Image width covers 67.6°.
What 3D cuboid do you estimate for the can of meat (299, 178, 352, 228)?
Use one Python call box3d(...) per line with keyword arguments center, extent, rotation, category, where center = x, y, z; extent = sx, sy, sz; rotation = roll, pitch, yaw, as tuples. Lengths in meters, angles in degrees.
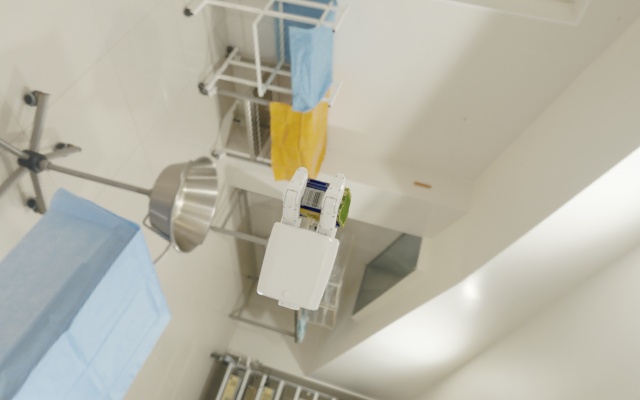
box3d(center=(0.000, 0.002, 0.734), extent=(0.084, 0.057, 0.102), rotation=(15, -9, 10), category="can of meat")
